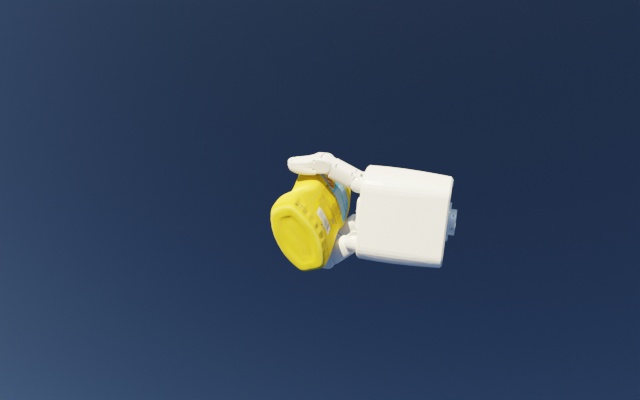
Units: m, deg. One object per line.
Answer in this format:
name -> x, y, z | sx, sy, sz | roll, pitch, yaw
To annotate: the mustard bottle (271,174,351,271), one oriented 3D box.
mustard bottle -> 0.000, 0.002, 0.640 | 0.058, 0.096, 0.191 | -17, 22, 27
